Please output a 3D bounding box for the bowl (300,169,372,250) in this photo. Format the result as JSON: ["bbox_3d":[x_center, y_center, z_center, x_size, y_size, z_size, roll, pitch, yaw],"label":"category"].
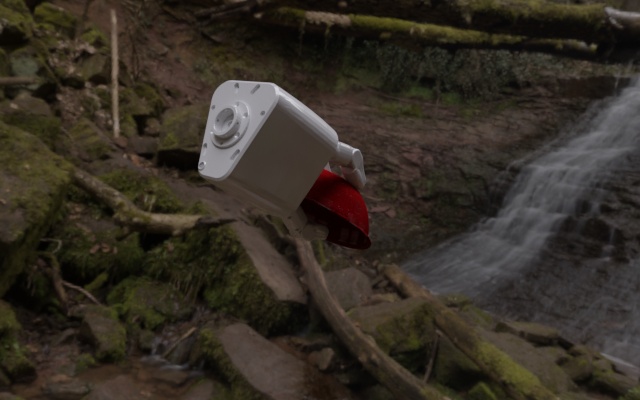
[{"bbox_3d":[0.001,0.002,0.608,0.162,0.055,0.162,24,-16,8],"label":"bowl"}]
